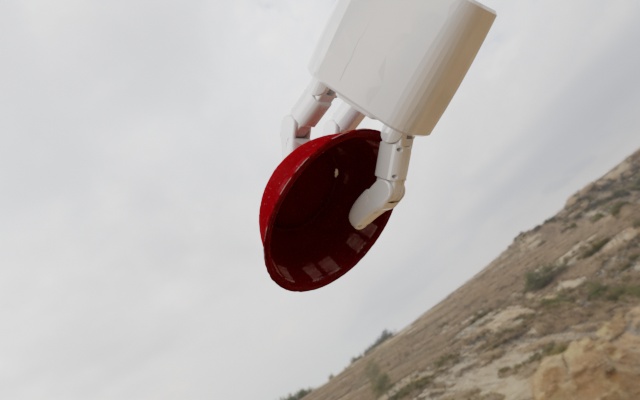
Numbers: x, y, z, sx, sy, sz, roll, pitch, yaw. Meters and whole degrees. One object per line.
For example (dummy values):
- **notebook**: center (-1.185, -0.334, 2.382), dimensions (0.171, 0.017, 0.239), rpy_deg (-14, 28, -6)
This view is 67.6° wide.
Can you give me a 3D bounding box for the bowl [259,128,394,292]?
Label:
- **bowl**: center (-0.001, 0.002, 0.435), dimensions (0.162, 0.162, 0.055), rpy_deg (0, 27, -47)
